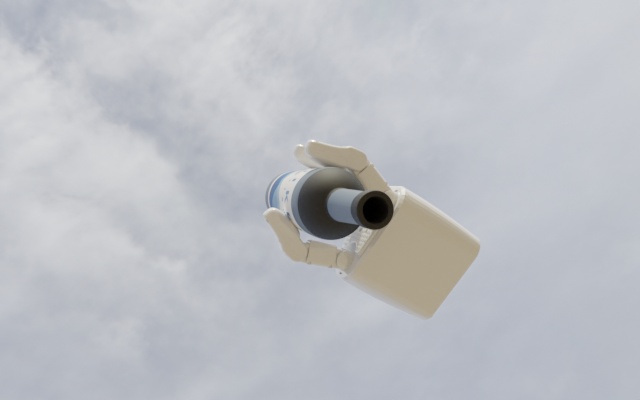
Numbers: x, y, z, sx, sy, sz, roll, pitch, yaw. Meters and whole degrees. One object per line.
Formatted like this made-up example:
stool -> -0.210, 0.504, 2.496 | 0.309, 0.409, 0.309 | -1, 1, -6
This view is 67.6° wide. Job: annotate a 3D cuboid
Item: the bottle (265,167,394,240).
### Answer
bottle -> 0.000, 0.001, 0.468 | 0.069, 0.069, 0.295 | 0, 2, -15
